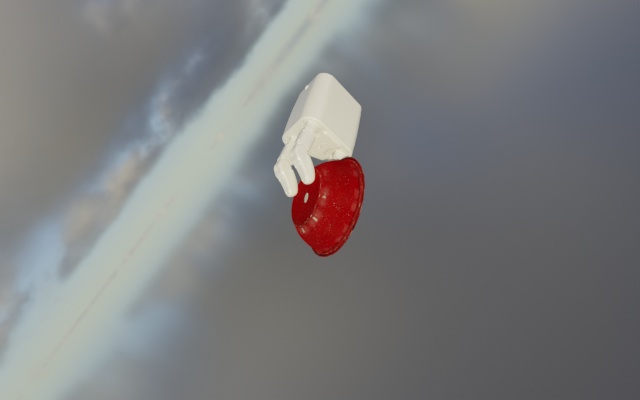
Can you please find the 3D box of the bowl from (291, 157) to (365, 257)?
[{"bbox_3d":[0.000,0.003,0.730,0.055,0.162,0.162,18,-8,-26],"label":"bowl"}]
